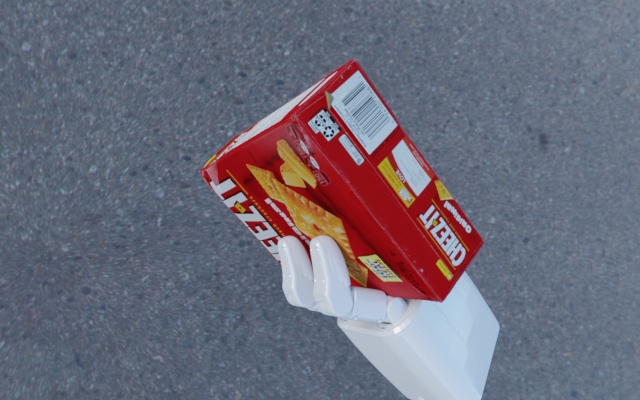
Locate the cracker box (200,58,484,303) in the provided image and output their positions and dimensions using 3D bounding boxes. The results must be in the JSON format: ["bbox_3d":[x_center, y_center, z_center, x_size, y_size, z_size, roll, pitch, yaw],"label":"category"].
[{"bbox_3d":[0.000,0.001,0.402,0.072,0.164,0.214,-46,16,-26],"label":"cracker box"}]
